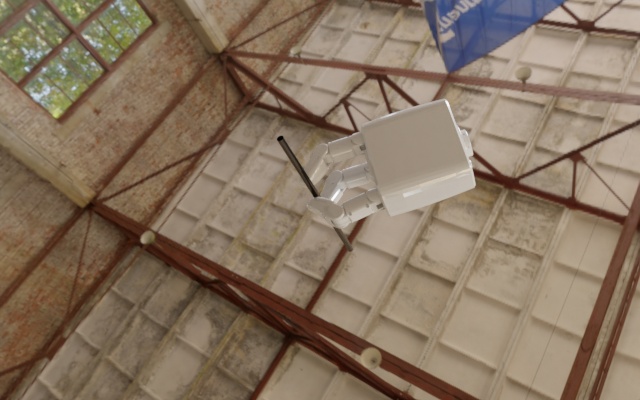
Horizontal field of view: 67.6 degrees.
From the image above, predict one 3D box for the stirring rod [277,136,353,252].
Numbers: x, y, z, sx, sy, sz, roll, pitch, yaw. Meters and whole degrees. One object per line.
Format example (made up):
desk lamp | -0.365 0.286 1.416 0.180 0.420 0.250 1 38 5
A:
stirring rod | 0.000 0.002 0.602 0.011 0.011 0.240 0 -35 26
